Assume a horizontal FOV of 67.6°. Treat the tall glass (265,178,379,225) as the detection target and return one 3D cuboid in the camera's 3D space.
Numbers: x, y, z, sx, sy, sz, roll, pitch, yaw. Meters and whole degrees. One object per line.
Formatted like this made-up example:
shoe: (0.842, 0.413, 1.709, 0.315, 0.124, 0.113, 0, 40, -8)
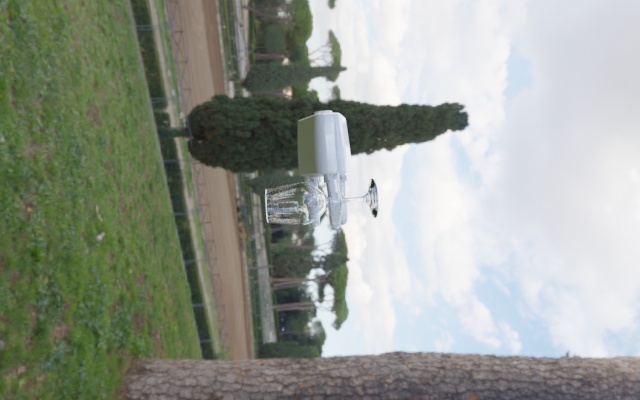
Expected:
tall glass: (0.001, 0.003, 0.871, 0.201, 0.079, 0.079, -5, 0, -7)
